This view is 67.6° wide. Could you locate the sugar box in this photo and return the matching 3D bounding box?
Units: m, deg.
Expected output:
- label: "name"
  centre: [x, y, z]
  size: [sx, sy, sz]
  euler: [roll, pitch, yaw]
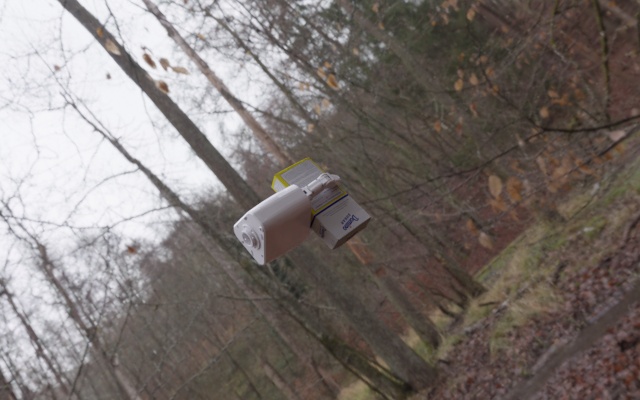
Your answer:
- label: "sugar box"
  centre: [0.000, 0.003, 0.896]
  size: [0.093, 0.176, 0.048]
  euler: [-31, -20, -34]
